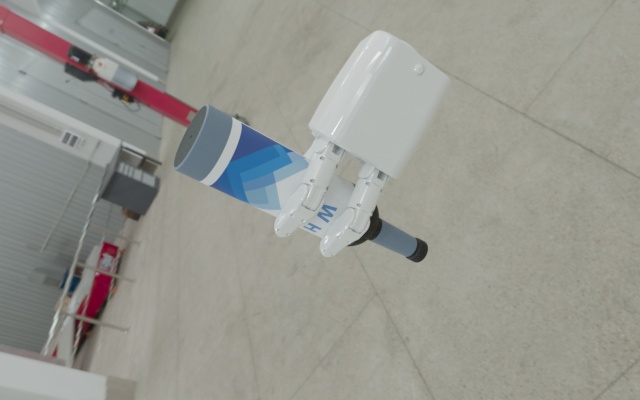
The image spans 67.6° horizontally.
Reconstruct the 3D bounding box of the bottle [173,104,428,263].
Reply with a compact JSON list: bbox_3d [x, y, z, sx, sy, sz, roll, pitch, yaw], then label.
[{"bbox_3d":[0.000,0.002,0.495,0.296,0.069,0.069,27,-13,-27],"label":"bottle"}]
